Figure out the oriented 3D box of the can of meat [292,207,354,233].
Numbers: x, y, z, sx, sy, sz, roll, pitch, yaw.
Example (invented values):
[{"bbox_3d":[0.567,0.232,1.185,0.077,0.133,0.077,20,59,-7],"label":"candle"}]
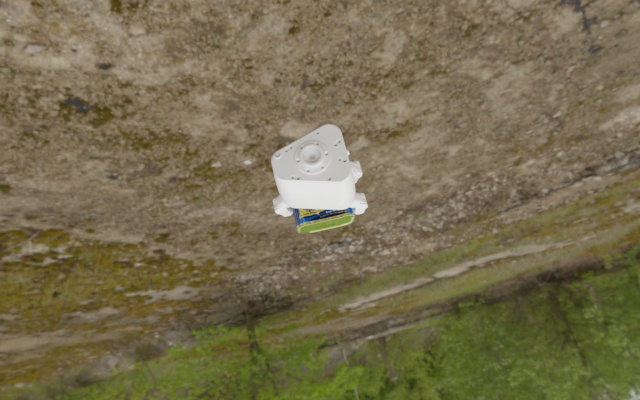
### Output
[{"bbox_3d":[0.000,0.003,0.795,0.102,0.084,0.057,-13,-19,-3],"label":"can of meat"}]
